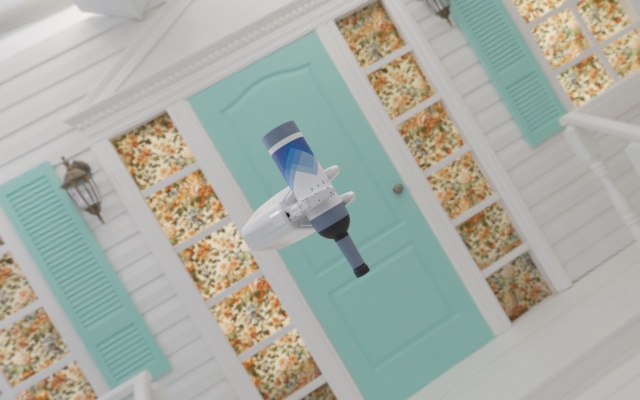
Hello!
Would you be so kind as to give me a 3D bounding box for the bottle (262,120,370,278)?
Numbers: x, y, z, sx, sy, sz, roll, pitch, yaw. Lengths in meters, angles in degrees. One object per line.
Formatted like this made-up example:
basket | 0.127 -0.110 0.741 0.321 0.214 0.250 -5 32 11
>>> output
bottle | 0.000 0.002 0.839 0.069 0.295 0.069 -31 -1 -1
